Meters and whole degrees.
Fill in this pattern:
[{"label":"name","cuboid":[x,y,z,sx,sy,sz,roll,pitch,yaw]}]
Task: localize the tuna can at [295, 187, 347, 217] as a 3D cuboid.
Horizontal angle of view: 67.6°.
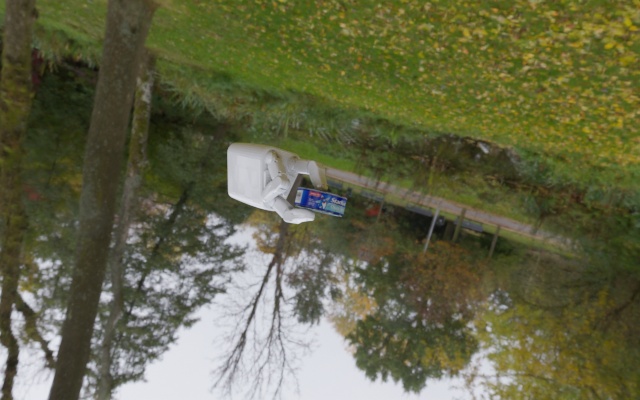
[{"label":"tuna can","cuboid":[0.000,0.003,0.808,0.086,0.034,0.086,13,-3,1]}]
